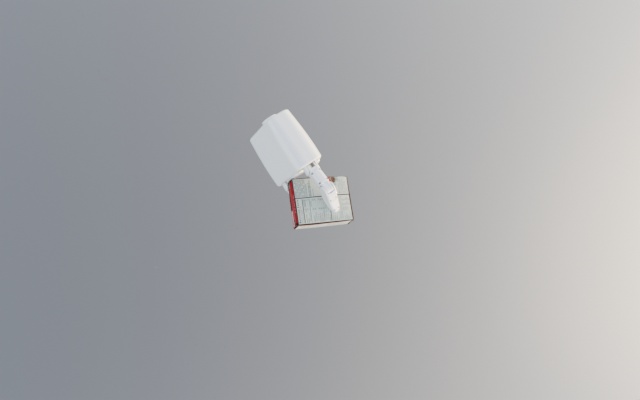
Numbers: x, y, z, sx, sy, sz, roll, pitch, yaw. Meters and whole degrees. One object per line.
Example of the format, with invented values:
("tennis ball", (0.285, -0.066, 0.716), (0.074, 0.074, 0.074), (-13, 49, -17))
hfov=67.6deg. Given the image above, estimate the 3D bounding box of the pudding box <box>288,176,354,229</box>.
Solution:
("pudding box", (0.000, 0.003, 0.887), (0.113, 0.090, 0.039), (-5, -11, -17))
